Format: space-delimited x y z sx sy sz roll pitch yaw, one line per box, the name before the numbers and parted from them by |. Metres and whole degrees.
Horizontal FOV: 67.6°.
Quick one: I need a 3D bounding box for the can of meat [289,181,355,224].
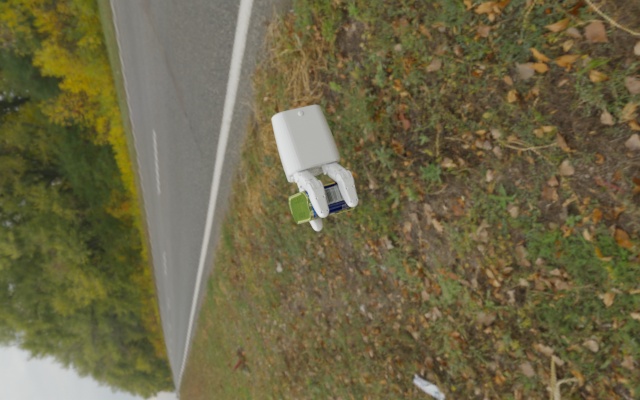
can of meat | 0.000 0.003 0.829 0.084 0.057 0.102 -16 -2 -22
